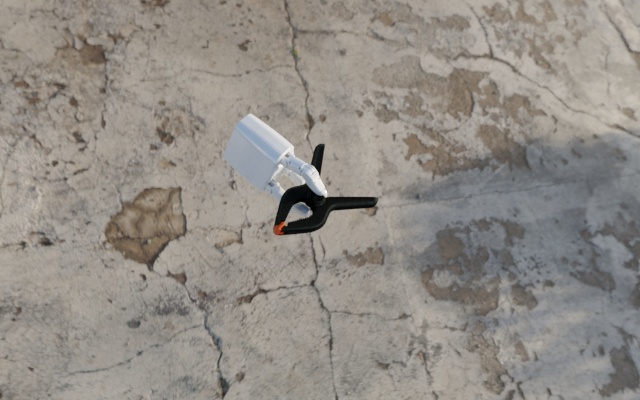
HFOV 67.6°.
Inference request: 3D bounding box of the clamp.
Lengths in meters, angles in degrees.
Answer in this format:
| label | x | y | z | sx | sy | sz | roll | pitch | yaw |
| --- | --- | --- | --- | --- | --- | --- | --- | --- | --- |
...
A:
| label | x | y | z | sx | sy | sz | roll | pitch | yaw |
| --- | --- | --- | --- | --- | --- | --- | --- | --- | --- |
| clamp | 0.000 | 0.003 | 0.891 | 0.210 | 0.164 | 0.036 | -47 | -7 | -30 |
